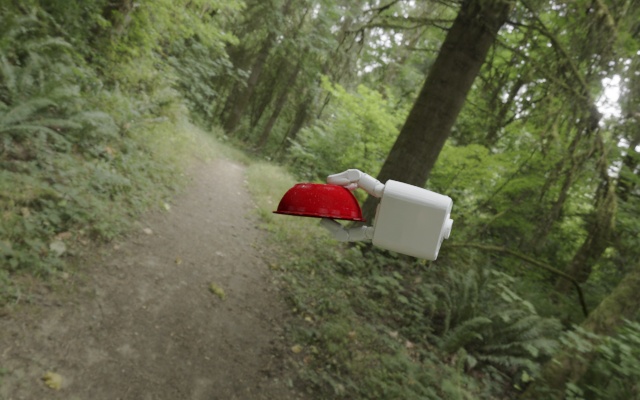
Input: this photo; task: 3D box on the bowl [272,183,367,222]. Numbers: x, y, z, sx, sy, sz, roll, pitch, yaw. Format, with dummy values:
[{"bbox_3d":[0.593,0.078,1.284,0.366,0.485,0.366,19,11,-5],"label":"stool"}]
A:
[{"bbox_3d":[-0.001,0.002,0.818,0.162,0.055,0.162,5,-3,0],"label":"bowl"}]
